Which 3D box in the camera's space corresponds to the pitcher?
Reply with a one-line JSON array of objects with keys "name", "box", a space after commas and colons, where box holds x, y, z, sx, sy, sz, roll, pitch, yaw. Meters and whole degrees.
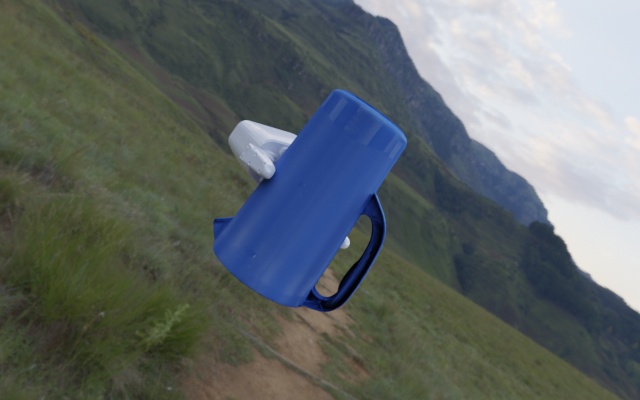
[{"name": "pitcher", "box": [0.000, 0.002, 0.568, 0.149, 0.243, 0.145, 32, 8, -35]}]
